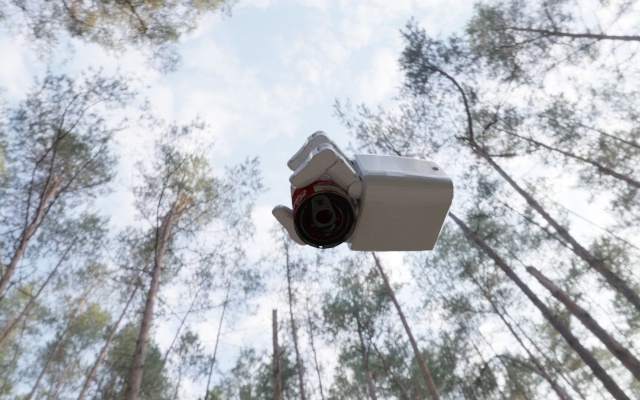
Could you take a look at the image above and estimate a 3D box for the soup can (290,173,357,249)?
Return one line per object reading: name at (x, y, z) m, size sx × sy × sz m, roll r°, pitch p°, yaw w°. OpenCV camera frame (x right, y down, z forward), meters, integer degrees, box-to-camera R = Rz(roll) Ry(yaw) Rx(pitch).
soup can at (0.000, 0.002, 0.552) m, size 0.068 × 0.068 × 0.102 m, roll 0°, pitch 24°, yaw -7°
